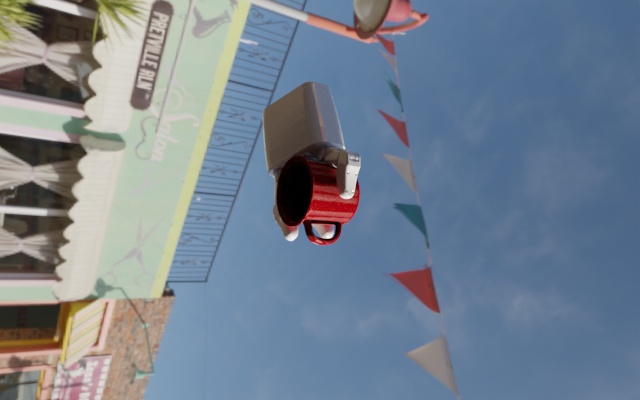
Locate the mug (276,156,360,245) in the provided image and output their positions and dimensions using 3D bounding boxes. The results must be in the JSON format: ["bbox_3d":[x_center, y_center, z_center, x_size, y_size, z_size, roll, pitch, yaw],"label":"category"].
[{"bbox_3d":[0.001,0.003,0.634,0.081,0.117,0.093,5,-26,-34],"label":"mug"}]
